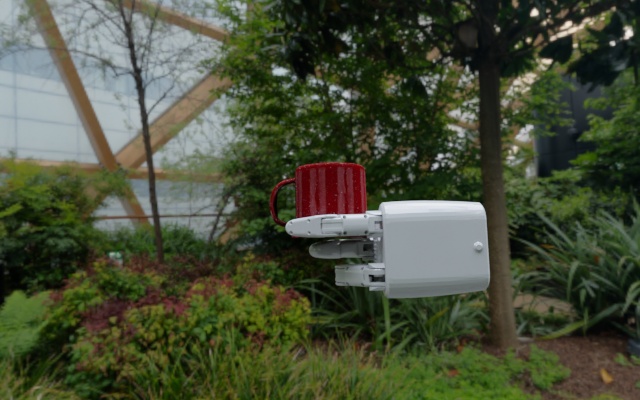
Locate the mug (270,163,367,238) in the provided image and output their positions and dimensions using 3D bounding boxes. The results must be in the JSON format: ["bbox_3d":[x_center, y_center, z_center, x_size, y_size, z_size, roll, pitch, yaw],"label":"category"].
[{"bbox_3d":[-0.001,0.002,0.552,0.117,0.081,0.093,-1,-4,-2],"label":"mug"}]
